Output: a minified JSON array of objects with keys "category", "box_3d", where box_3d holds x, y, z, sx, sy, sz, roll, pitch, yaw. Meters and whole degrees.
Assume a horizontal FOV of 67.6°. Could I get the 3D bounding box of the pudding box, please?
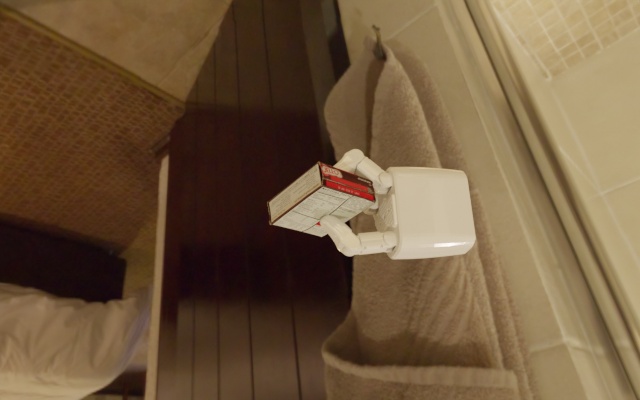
[{"category":"pudding box","box_3d":[0.000,0.002,0.608,0.090,0.039,0.113,17,-39,-36]}]
